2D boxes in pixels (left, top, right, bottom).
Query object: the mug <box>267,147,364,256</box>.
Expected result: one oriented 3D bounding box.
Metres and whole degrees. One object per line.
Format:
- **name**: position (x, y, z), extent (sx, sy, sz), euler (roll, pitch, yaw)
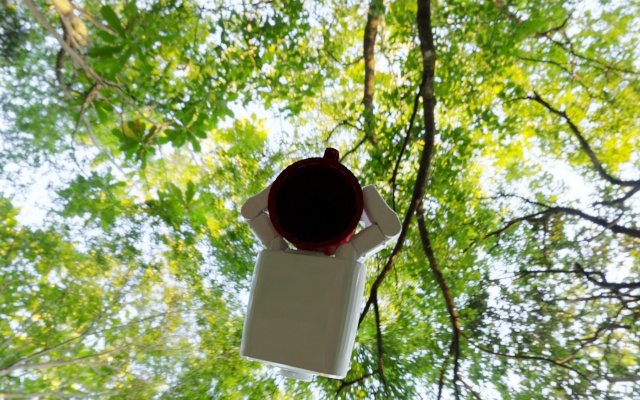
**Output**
- **mug**: position (0.000, 0.000, 0.499), extent (0.093, 0.117, 0.081), euler (10, -16, 7)
